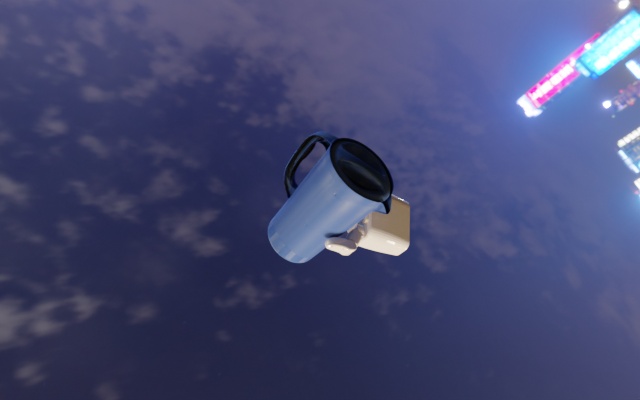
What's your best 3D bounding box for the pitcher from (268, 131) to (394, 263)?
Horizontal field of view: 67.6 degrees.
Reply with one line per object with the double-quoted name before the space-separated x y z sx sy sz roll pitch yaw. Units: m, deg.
"pitcher" 0.000 0.003 0.859 0.145 0.149 0.243 18 -45 -30
